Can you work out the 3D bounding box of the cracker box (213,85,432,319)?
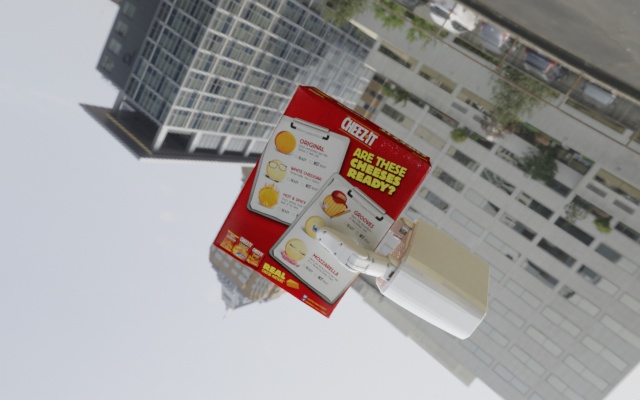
[{"bbox_3d":[0.000,0.002,0.550,0.164,0.214,0.072,32,18,3],"label":"cracker box"}]
